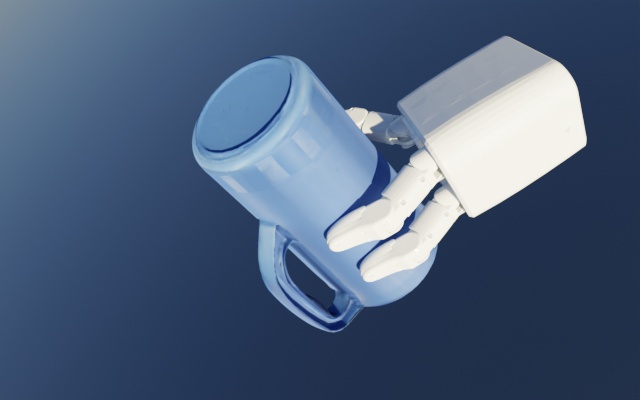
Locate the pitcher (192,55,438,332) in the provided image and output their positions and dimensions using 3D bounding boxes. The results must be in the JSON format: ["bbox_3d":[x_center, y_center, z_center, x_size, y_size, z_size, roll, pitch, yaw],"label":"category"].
[{"bbox_3d":[0.000,0.001,0.425,0.145,0.149,0.243,-31,-43,14],"label":"pitcher"}]
